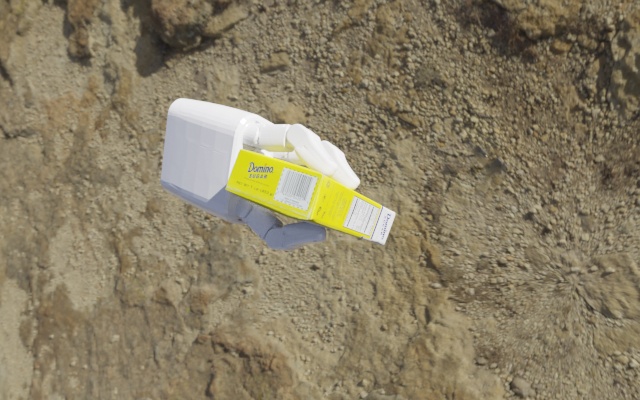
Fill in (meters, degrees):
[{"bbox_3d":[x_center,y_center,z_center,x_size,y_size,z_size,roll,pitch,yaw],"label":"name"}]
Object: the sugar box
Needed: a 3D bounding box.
[{"bbox_3d":[0.000,0.001,0.470,0.093,0.048,0.176,20,1,29],"label":"sugar box"}]
